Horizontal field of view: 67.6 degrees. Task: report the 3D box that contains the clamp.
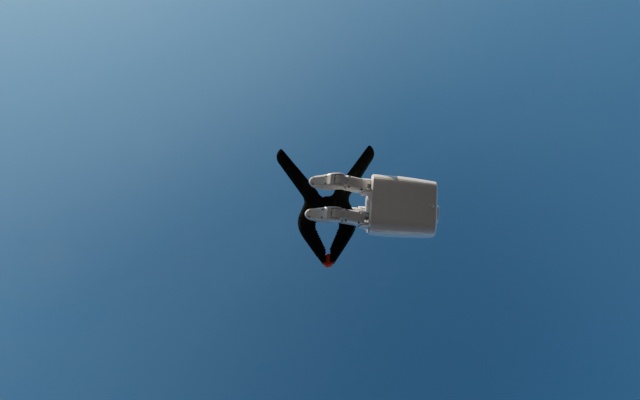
[{"bbox_3d":[0.000,0.003,0.787,0.164,0.210,0.036,4,-16,5],"label":"clamp"}]
